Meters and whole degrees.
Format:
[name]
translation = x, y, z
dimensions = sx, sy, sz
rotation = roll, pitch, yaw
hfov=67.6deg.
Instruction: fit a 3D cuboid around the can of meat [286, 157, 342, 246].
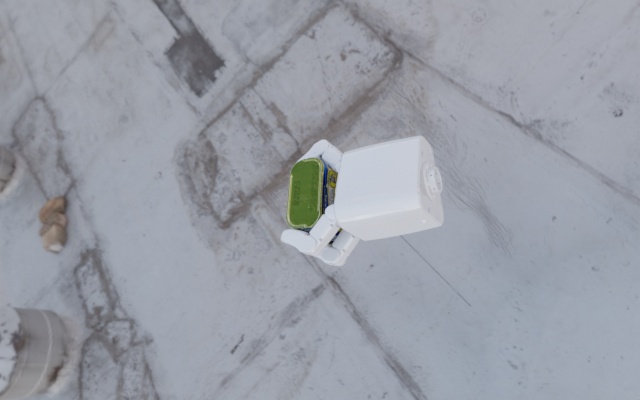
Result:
[can of meat]
translation = 0.000, 0.002, 0.643
dimensions = 0.057, 0.102, 0.084
rotation = -9, -22, 29
